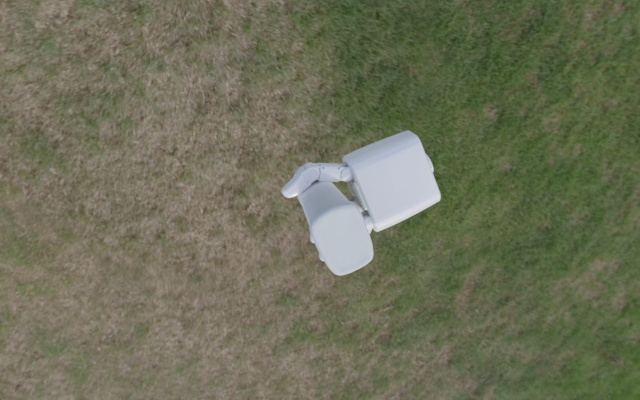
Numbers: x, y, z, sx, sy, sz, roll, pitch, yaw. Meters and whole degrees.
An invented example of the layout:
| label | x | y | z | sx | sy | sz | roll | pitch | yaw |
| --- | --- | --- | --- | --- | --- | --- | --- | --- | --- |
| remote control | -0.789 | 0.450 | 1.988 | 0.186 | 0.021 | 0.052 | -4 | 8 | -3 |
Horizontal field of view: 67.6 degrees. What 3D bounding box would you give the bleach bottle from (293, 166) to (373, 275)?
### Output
| label | x | y | z | sx | sy | sz | roll | pitch | yaw |
| --- | --- | --- | --- | --- | --- | --- | --- | --- | --- |
| bleach bottle | 0.000 | 0.002 | 0.700 | 0.068 | 0.103 | 0.250 | -25 | 28 | -3 |
